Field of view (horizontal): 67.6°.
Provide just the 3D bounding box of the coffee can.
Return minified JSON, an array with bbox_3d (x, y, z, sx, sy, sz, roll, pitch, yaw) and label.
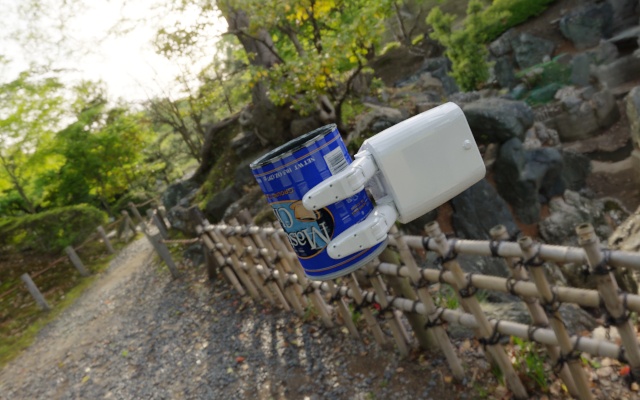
[{"bbox_3d":[0.000,0.002,0.522,0.103,0.140,0.102,-25,13,6],"label":"coffee can"}]
